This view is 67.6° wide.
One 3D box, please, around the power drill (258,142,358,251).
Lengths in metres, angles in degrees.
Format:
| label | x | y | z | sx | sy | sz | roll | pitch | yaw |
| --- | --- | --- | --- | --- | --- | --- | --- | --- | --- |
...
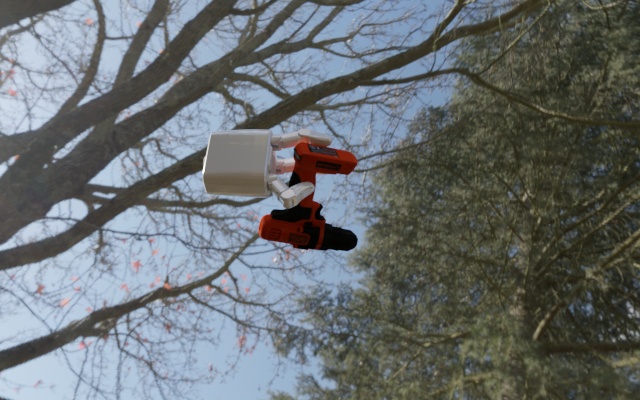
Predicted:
| label | x | y | z | sx | sy | sz | roll | pitch | yaw |
| --- | --- | --- | --- | --- | --- | --- | --- | --- | --- |
| power drill | 0.000 | 0.002 | 0.827 | 0.184 | 0.188 | 0.057 | 10 | 24 | -19 |
